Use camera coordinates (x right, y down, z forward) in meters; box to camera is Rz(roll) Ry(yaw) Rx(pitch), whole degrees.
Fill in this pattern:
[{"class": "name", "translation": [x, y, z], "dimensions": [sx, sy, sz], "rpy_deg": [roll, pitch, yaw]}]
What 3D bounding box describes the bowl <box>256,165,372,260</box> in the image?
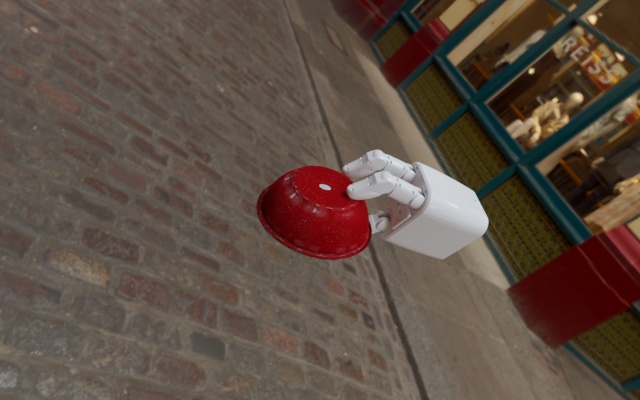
[{"class": "bowl", "translation": [-0.001, 0.002, 0.627], "dimensions": [0.162, 0.055, 0.162], "rpy_deg": [13, 36, -9]}]
